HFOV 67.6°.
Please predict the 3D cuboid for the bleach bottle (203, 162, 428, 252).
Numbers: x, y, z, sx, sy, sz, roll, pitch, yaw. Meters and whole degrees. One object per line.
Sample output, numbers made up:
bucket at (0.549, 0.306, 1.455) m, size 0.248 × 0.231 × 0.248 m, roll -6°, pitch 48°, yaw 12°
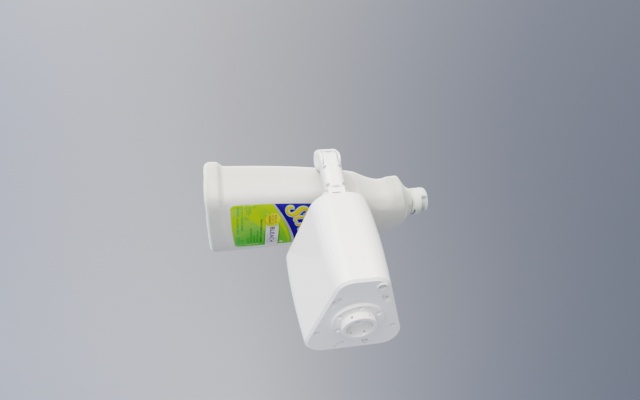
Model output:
bleach bottle at (0.000, 0.002, 0.541) m, size 0.251 × 0.103 × 0.068 m, roll -4°, pitch 45°, yaw -10°
